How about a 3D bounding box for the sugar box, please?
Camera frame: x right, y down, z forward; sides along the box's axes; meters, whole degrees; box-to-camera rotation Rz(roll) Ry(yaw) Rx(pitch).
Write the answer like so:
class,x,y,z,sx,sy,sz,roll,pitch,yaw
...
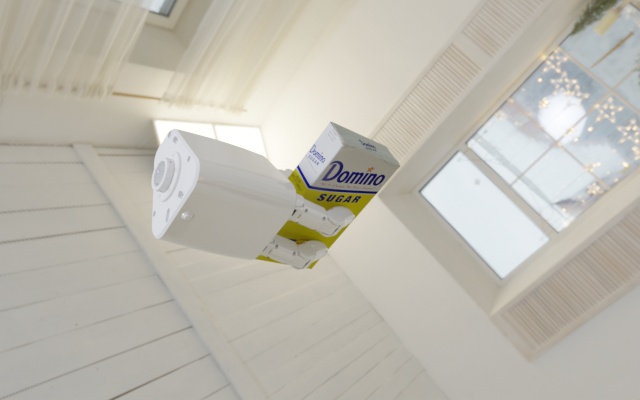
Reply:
class,x,y,z,sx,sy,sz,roll,pitch,yaw
sugar box,0.000,0.002,0.546,0.093,0.048,0.176,16,-55,-40
